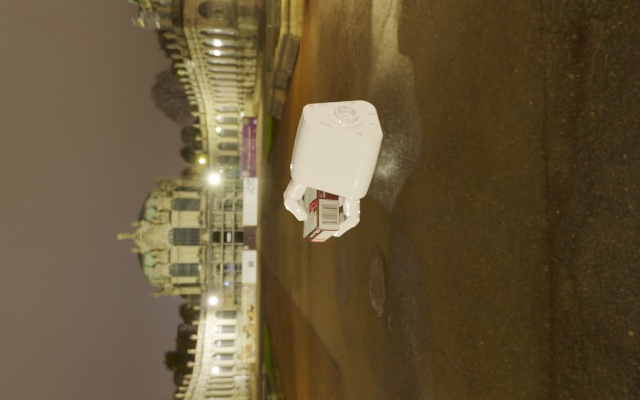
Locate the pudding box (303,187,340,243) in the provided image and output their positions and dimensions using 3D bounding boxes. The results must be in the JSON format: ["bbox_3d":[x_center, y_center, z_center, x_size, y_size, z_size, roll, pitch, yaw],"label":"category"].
[{"bbox_3d":[0.000,0.002,0.755,0.039,0.113,0.090,6,-18,-13],"label":"pudding box"}]
